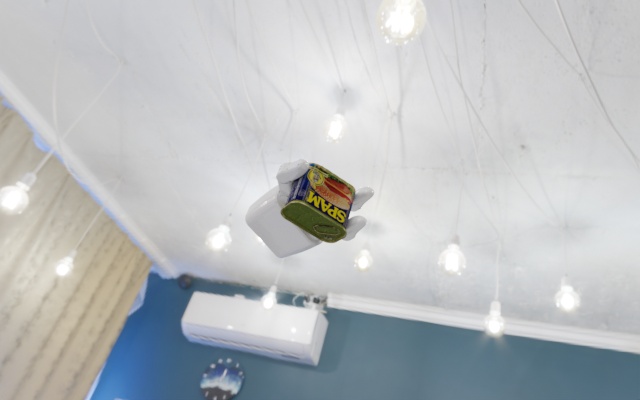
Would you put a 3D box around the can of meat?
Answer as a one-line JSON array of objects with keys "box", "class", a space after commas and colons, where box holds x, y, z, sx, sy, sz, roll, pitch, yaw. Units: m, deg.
[{"box": [0.000, 0.002, 0.726, 0.102, 0.084, 0.057, 33, -38, -19], "class": "can of meat"}]
